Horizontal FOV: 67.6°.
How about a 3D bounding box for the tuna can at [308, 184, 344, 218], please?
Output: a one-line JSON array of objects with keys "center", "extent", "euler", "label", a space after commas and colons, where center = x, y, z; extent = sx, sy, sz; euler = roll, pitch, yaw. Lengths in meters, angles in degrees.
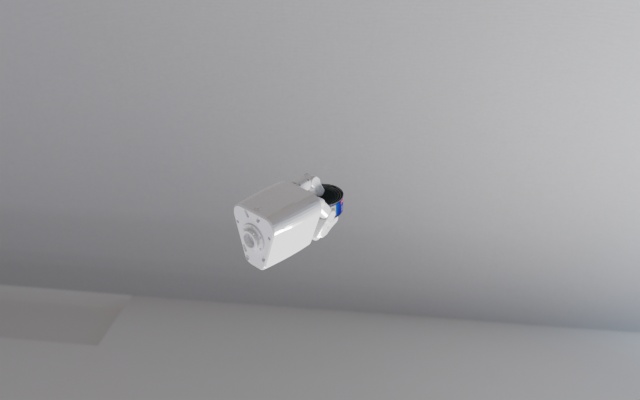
[{"center": [0.000, 0.003, 0.885], "extent": [0.086, 0.034, 0.086], "euler": [-2, 29, 1], "label": "tuna can"}]
